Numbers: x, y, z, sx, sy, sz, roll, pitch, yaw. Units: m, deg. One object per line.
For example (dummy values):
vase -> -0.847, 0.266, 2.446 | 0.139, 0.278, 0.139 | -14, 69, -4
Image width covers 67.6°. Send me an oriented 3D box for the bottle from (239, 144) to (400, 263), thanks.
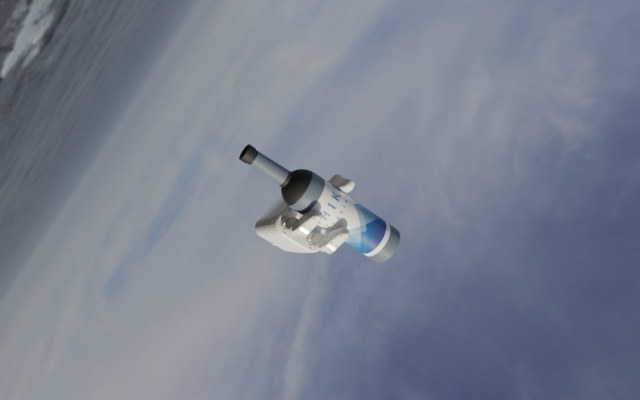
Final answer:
bottle -> 0.000, 0.003, 0.762 | 0.296, 0.069, 0.069 | 33, -14, -23
